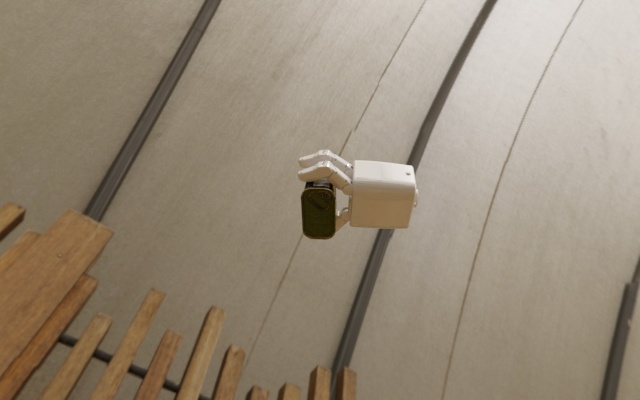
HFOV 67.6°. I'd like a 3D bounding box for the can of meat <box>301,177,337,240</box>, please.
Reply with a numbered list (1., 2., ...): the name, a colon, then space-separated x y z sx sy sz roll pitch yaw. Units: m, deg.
1. can of meat: 0.000 0.003 0.834 0.057 0.102 0.084 1 31 5
